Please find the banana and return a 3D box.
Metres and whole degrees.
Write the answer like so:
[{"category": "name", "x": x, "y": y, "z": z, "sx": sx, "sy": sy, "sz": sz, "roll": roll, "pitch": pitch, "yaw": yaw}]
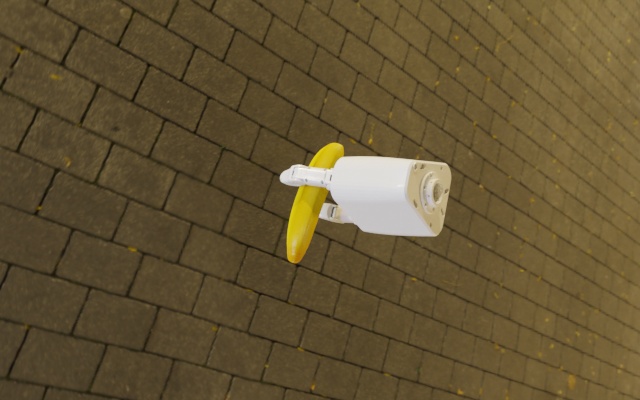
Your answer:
[{"category": "banana", "x": -0.003, "y": -0.012, "z": 0.649, "sx": 0.037, "sy": 0.197, "sz": 0.070, "roll": 10, "pitch": -32, "yaw": 25}]
